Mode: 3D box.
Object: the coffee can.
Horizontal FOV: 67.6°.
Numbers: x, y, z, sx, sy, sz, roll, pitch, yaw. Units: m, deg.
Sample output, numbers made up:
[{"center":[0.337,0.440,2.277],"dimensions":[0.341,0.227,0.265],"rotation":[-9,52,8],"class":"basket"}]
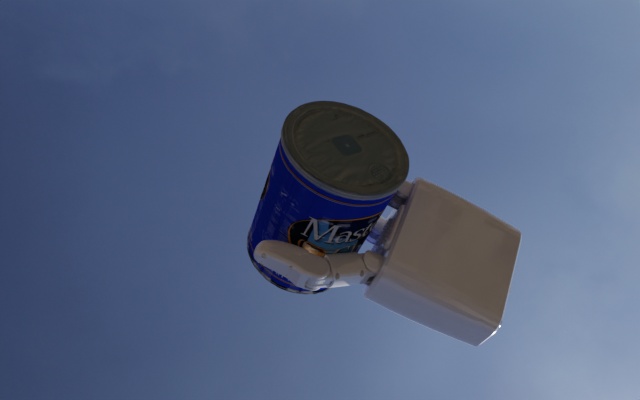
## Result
[{"center":[0.000,0.001,0.412],"dimensions":[0.103,0.102,0.140],"rotation":[0,-40,-23],"class":"coffee can"}]
